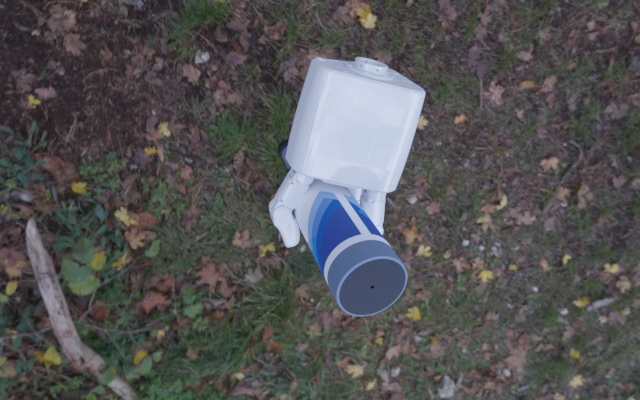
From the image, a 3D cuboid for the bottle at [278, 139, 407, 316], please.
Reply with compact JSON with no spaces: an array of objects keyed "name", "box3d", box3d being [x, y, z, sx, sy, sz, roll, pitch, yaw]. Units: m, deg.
[{"name":"bottle","box3d":[0.000,0.002,0.529,0.069,0.069,0.295,0,30,-21]}]
